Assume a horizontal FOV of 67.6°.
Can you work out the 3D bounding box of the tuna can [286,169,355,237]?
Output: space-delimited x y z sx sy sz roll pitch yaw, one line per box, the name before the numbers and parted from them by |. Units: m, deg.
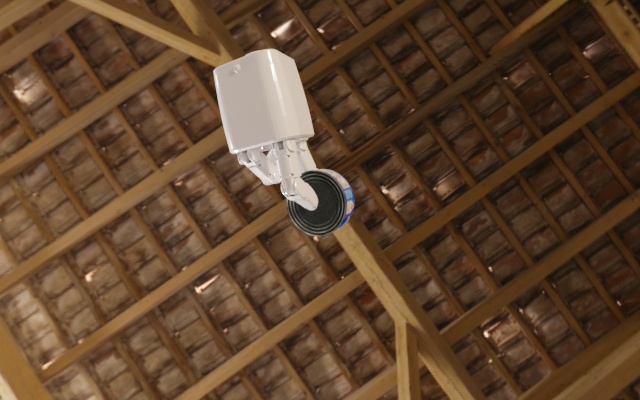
tuna can | 0.000 0.002 0.621 0.086 0.086 0.033 0 8 27
